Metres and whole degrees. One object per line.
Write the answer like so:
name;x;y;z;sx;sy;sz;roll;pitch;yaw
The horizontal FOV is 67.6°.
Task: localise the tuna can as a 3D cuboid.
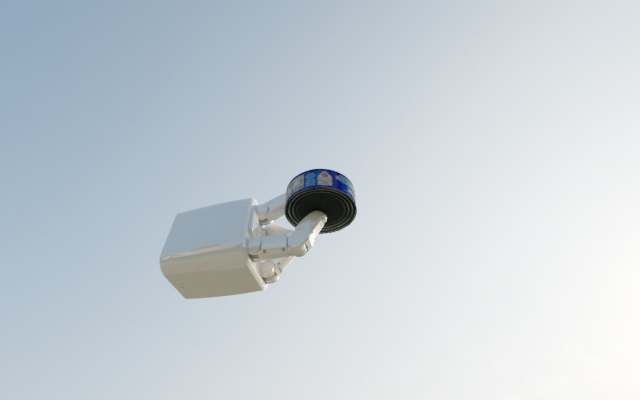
tuna can;0.000;0.001;0.574;0.086;0.033;0.086;0;-41;0
